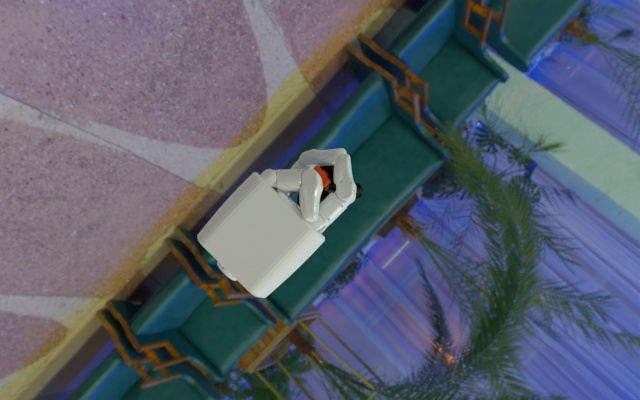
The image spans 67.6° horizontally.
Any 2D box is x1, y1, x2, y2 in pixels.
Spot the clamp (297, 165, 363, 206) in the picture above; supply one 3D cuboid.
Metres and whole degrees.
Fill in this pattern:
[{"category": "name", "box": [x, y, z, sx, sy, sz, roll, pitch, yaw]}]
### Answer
[{"category": "clamp", "box": [0.001, 0.002, 0.655, 0.039, 0.120, 0.171, 44, 0, 19]}]
